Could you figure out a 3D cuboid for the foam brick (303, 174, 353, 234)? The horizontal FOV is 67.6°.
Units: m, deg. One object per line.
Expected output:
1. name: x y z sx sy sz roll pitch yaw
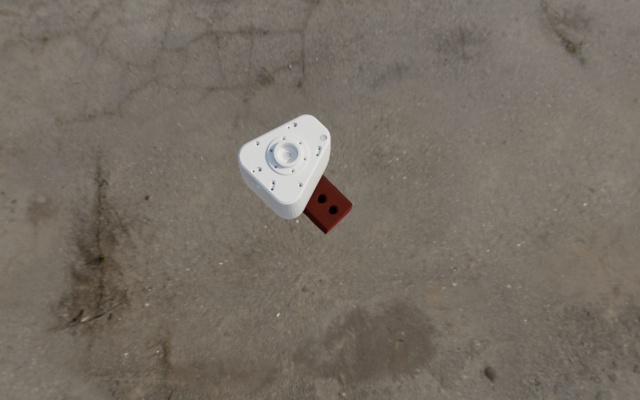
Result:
1. foam brick: 0.000 0.002 0.683 0.078 0.053 0.051 44 -10 5
